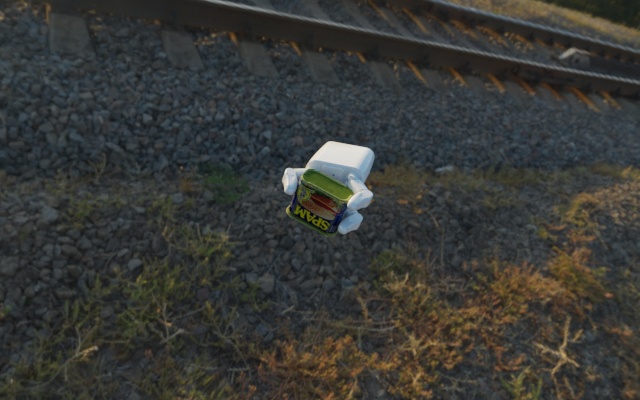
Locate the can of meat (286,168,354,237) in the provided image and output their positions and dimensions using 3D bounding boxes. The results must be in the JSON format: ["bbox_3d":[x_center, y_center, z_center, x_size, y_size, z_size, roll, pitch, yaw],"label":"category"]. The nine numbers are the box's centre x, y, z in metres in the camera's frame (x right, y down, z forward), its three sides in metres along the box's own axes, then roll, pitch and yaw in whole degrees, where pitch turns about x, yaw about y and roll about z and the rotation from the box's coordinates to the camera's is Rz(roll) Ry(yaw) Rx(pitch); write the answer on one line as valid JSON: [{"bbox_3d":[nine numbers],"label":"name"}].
[{"bbox_3d":[0.000,0.003,0.854,0.102,0.084,0.057,29,35,8],"label":"can of meat"}]
